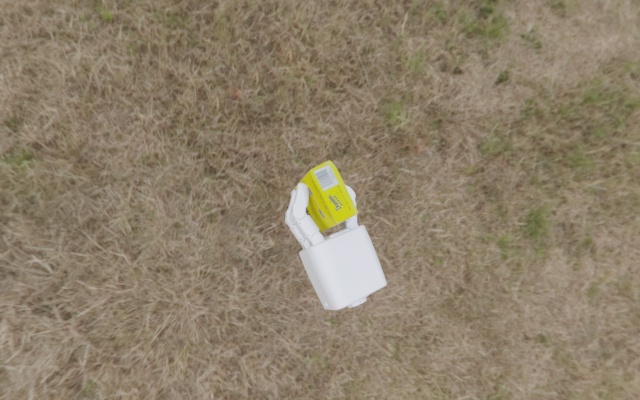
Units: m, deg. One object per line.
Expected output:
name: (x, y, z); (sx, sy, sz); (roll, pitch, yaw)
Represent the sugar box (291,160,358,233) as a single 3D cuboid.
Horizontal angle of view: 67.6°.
sugar box: (0.000, 0.003, 0.795); (0.048, 0.093, 0.176); (-25, -5, -19)
